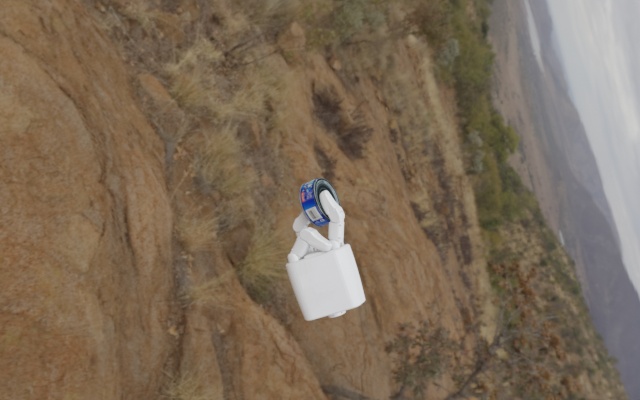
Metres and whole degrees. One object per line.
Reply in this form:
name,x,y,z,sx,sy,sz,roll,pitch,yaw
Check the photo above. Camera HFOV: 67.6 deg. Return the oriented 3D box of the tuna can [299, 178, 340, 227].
tuna can,0.001,0.003,0.864,0.034,0.086,0.086,-22,-11,29
